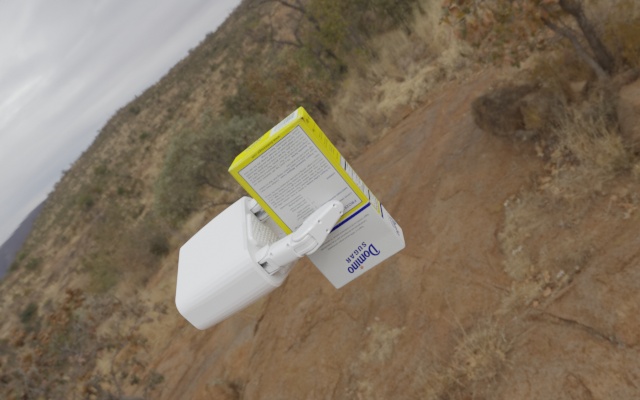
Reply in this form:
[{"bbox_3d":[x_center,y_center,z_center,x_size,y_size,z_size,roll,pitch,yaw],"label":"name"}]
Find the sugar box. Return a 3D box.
[{"bbox_3d":[0.000,0.001,0.496,0.093,0.176,0.048,-34,21,17],"label":"sugar box"}]
